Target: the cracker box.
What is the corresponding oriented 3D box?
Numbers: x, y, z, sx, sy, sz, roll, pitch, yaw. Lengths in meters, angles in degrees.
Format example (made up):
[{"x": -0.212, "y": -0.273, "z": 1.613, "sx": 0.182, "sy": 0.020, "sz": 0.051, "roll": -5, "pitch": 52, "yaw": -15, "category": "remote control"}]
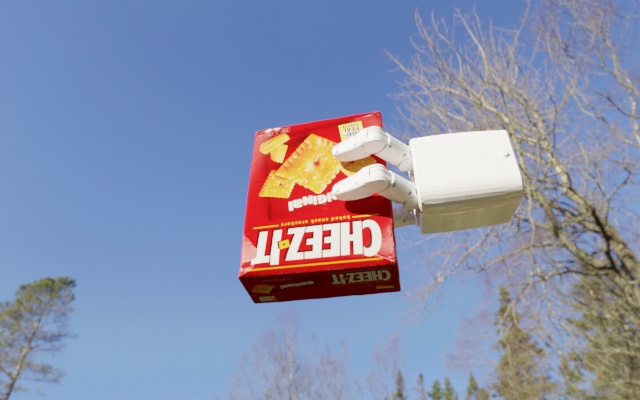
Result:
[{"x": 0.000, "y": 0.002, "z": 0.553, "sx": 0.164, "sy": 0.213, "sz": 0.072, "roll": -7, "pitch": -38, "yaw": 10, "category": "cracker box"}]
